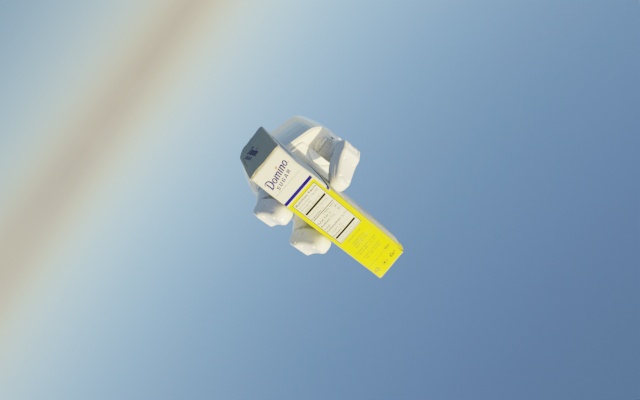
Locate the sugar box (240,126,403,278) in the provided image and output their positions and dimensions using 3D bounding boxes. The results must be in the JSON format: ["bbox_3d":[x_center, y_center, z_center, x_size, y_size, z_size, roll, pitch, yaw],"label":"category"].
[{"bbox_3d":[0.000,0.002,0.490,0.176,0.048,0.093,36,6,-24],"label":"sugar box"}]
